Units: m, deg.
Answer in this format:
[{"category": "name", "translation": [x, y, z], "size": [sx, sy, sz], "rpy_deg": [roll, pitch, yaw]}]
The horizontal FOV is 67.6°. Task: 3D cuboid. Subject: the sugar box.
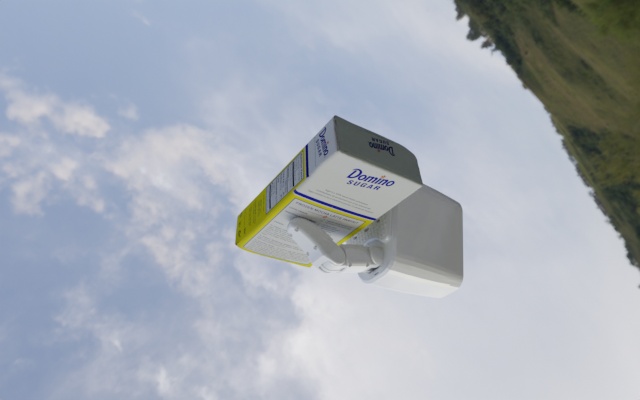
[{"category": "sugar box", "translation": [0.000, 0.001, 0.449], "size": [0.093, 0.048, 0.176], "rpy_deg": [19, -43, -30]}]
